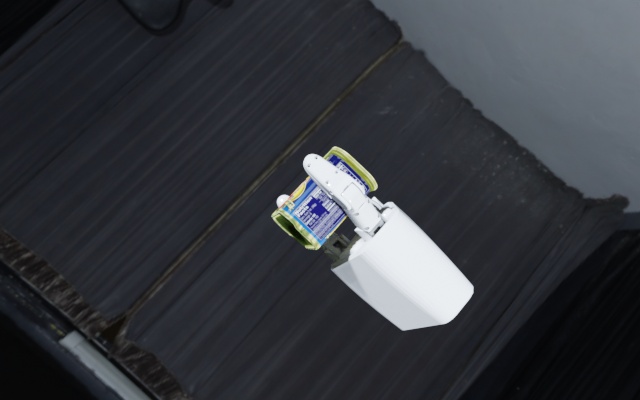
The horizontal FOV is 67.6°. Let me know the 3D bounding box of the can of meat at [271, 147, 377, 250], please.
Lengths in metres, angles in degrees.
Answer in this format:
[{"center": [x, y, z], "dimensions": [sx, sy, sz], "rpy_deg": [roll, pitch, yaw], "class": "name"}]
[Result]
[{"center": [0.000, 0.002, 0.479], "dimensions": [0.057, 0.084, 0.102], "rpy_deg": [43, -11, -4], "class": "can of meat"}]
